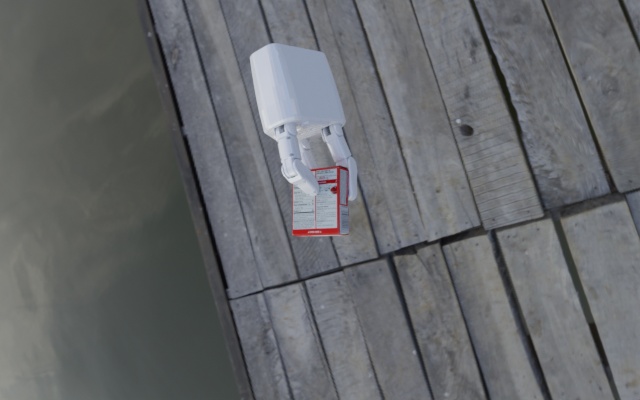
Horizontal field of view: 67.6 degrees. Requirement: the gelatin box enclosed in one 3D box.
[{"bbox_3d":[0.000,0.002,0.627,0.073,0.089,0.030,-4,-8,32],"label":"gelatin box"}]
